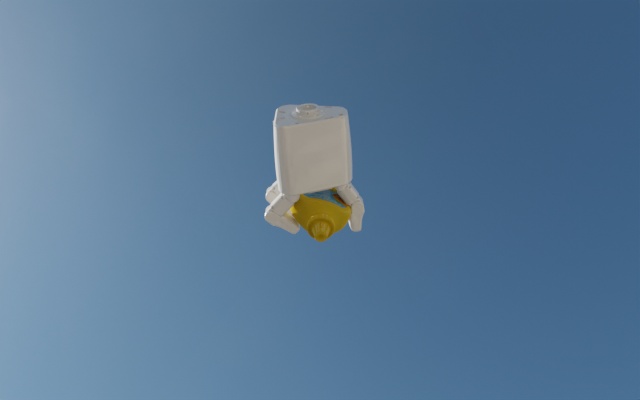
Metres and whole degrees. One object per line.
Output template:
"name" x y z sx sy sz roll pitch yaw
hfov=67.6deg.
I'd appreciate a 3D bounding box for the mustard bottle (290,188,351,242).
"mustard bottle" 0.000 0.003 0.755 0.096 0.058 0.191 18 29 -11
